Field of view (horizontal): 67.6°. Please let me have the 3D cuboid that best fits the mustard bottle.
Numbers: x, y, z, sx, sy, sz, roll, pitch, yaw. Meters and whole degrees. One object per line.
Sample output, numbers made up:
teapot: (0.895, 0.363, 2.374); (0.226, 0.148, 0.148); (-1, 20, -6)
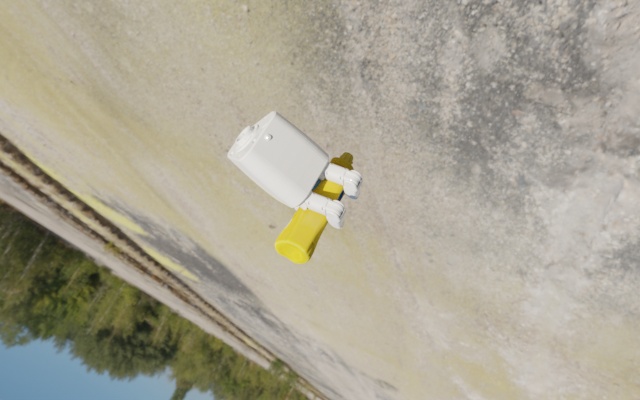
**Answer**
mustard bottle: (0.000, 0.003, 0.742); (0.058, 0.191, 0.096); (30, -21, -1)
